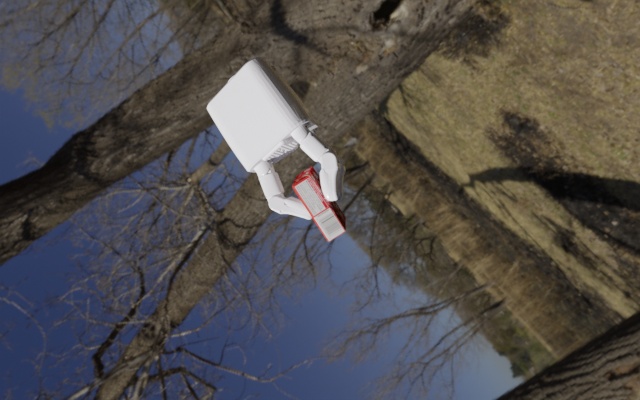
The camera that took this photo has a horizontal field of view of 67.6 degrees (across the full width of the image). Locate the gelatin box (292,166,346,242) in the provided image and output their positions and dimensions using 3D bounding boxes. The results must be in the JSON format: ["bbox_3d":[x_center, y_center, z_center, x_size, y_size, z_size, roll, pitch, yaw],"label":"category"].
[{"bbox_3d":[0.000,0.003,0.629,0.030,0.089,0.073,-32,9,8],"label":"gelatin box"}]
